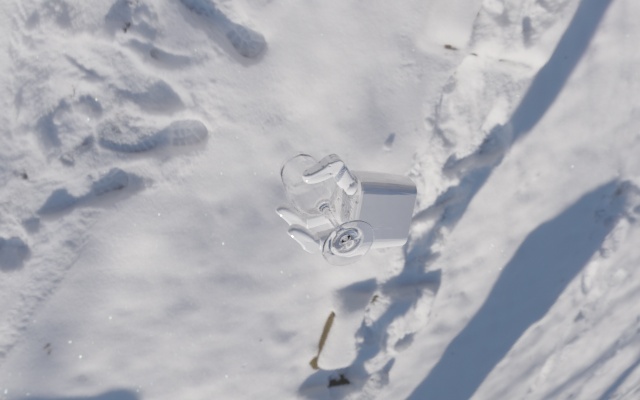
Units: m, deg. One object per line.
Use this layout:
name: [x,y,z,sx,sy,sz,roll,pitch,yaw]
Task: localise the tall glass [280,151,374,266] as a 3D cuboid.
tall glass: [0.000,0.003,0.693,0.079,0.079,0.201,0,33,-27]
